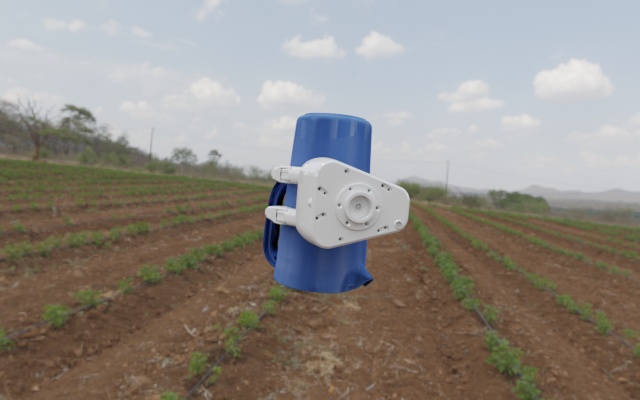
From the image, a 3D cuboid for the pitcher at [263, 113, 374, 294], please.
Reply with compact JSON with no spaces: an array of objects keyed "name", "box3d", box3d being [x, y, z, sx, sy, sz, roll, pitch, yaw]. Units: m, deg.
[{"name":"pitcher","box3d":[0.000,0.002,0.687,0.149,0.243,0.145,5,3,-9]}]
